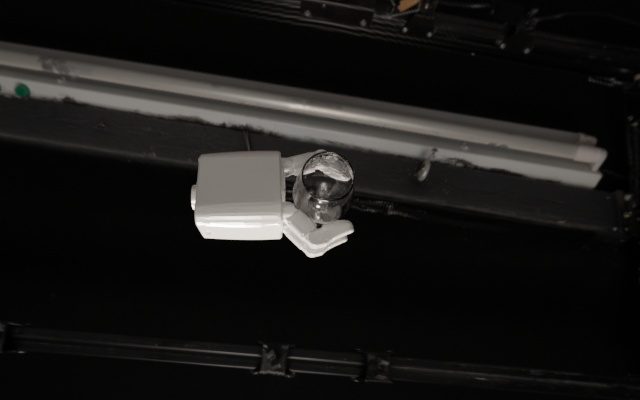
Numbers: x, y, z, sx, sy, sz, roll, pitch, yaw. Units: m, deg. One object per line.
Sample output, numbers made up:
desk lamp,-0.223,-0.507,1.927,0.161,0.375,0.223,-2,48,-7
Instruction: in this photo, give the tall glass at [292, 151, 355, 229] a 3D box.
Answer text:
tall glass,0.000,0.002,0.641,0.079,0.079,0.201,0,-18,-6
